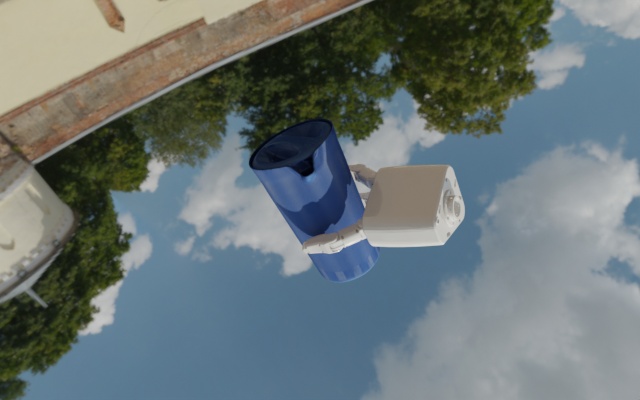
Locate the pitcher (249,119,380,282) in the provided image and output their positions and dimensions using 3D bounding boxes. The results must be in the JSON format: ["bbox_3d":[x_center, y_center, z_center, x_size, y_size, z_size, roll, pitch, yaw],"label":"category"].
[{"bbox_3d":[0.000,0.002,0.744,0.145,0.243,0.149,-4,36,35],"label":"pitcher"}]
